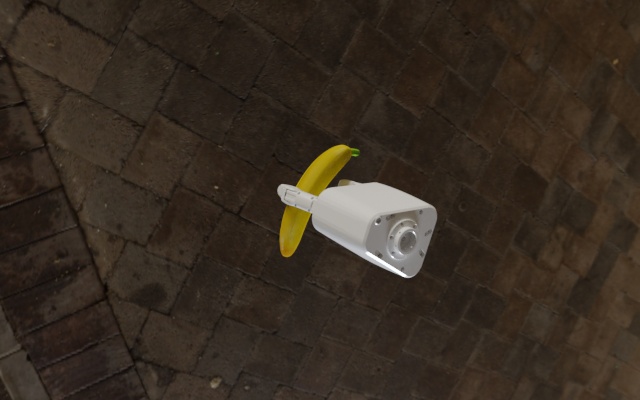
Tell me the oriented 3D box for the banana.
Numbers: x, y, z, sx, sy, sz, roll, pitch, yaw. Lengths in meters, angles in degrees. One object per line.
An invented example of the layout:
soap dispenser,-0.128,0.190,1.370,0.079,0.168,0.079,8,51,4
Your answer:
banana,-0.008,-0.010,0.690,0.037,0.198,0.070,26,-13,47
